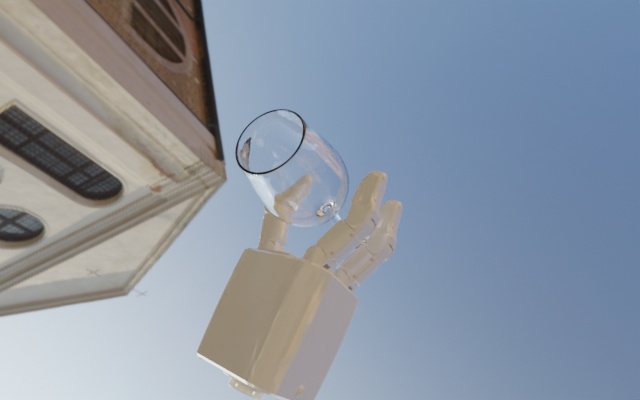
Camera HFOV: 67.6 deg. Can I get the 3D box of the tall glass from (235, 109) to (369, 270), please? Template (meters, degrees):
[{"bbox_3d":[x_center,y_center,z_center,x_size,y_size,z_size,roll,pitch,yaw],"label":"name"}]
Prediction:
[{"bbox_3d":[0.000,0.002,0.445,0.079,0.079,0.201,0,-29,27],"label":"tall glass"}]
